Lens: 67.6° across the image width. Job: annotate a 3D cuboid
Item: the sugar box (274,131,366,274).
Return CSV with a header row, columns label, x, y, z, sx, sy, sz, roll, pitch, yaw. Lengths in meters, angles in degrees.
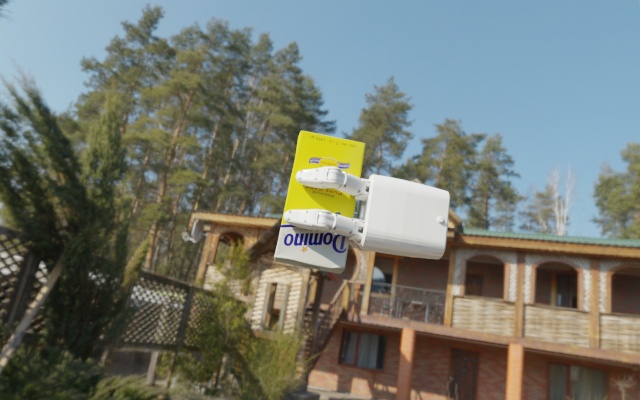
label,x,y,z,sx,sy,sz,roll,pitch,yaw
sugar box,0.000,0.002,0.638,0.093,0.176,0.048,10,-17,-2
